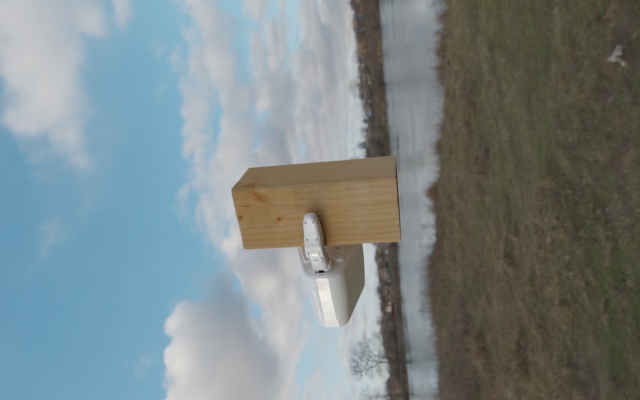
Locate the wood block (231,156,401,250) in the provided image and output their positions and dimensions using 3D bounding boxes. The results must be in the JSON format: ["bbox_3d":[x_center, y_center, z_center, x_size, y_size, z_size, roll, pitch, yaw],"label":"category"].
[{"bbox_3d":[0.000,0.003,0.635,0.206,0.090,0.090,-4,22,10],"label":"wood block"}]
